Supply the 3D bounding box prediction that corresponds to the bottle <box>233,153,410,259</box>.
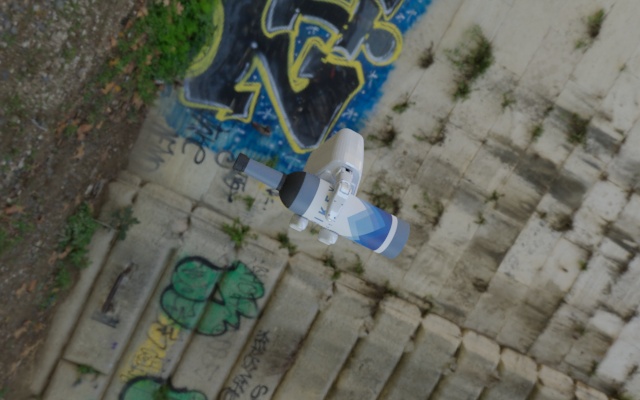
[{"bbox_3d":[0.000,0.003,0.761,0.296,0.069,0.069,26,-6,-12],"label":"bottle"}]
